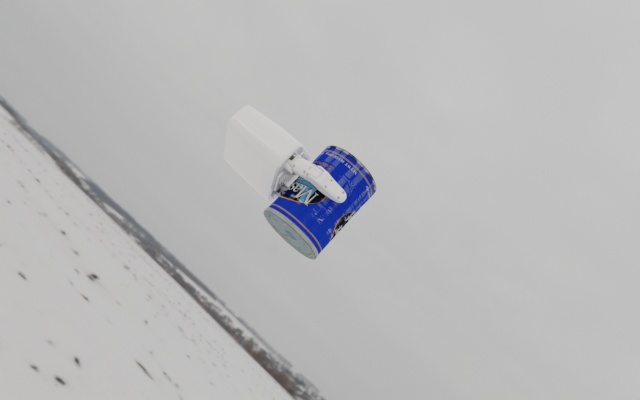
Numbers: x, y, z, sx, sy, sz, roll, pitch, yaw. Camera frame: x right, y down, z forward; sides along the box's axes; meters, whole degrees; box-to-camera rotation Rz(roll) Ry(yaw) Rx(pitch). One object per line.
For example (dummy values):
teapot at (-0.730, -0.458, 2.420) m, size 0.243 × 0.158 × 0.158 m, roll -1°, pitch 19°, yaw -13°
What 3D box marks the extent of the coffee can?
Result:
coffee can at (0.000, 0.003, 0.712) m, size 0.140 × 0.103 × 0.103 m, roll -47°, pitch 17°, yaw -17°
